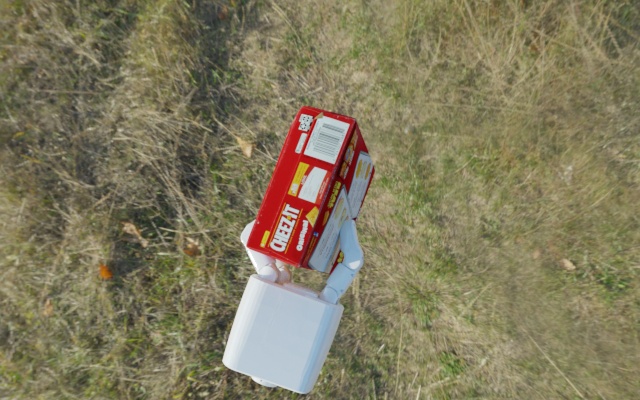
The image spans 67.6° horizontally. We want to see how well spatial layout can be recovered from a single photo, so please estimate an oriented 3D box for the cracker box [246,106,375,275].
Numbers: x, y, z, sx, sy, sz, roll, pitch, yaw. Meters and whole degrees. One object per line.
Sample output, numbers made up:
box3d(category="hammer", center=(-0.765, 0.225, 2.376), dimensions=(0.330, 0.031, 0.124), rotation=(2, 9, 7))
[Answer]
box3d(category="cracker box", center=(0.000, 0.002, 0.584), dimensions=(0.072, 0.164, 0.214), rotation=(19, -6, 15))
